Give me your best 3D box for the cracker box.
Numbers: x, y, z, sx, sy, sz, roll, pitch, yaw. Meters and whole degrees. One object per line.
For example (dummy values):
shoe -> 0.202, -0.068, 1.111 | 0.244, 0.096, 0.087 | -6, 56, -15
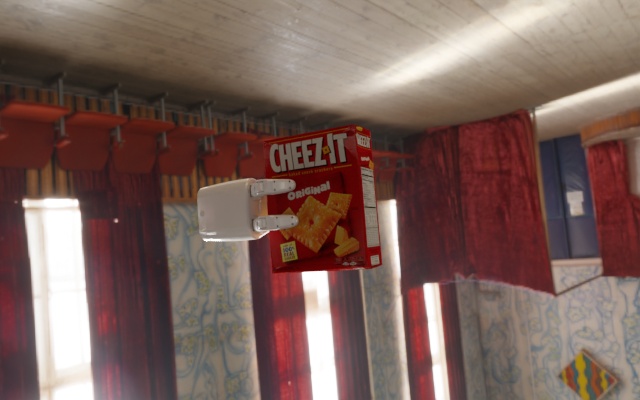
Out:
cracker box -> 0.000, 0.003, 0.743 | 0.164, 0.213, 0.072 | -7, -5, 25
